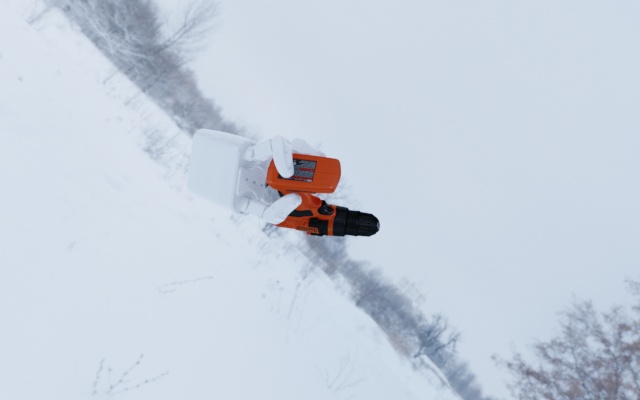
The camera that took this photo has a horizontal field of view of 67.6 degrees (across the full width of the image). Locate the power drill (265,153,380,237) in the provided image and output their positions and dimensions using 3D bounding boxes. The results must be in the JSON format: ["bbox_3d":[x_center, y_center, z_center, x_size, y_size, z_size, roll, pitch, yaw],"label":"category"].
[{"bbox_3d":[0.000,0.002,0.736,0.184,0.057,0.188,5,-27,9],"label":"power drill"}]
